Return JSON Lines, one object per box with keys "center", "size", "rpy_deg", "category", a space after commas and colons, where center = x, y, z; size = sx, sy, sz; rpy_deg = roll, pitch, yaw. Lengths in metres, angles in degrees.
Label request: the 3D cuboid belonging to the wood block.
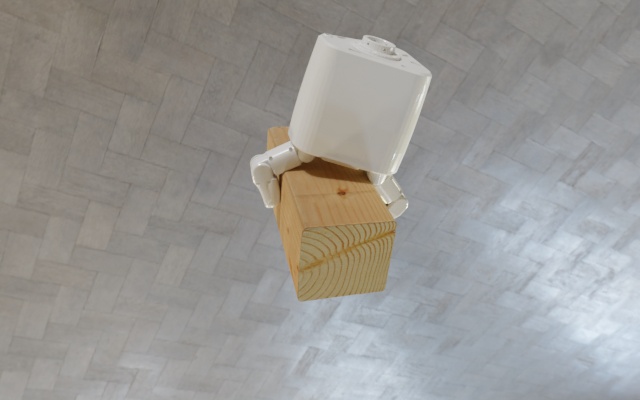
{"center": [0.000, 0.001, 0.525], "size": [0.091, 0.090, 0.206], "rpy_deg": [-4, 34, -13], "category": "wood block"}
